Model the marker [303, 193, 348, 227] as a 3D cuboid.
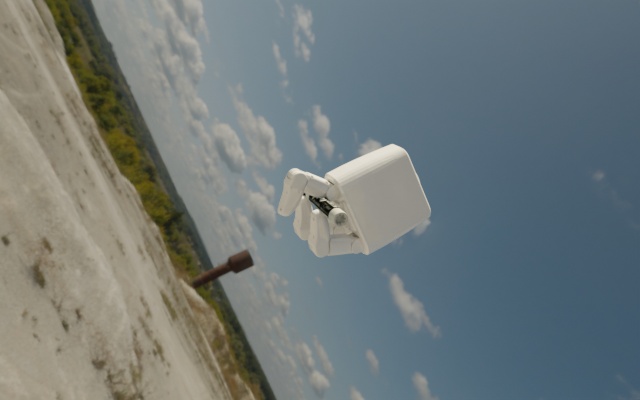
[{"bbox_3d":[0.000,0.002,0.604,0.020,0.020,0.121,0,19,-25],"label":"marker"}]
